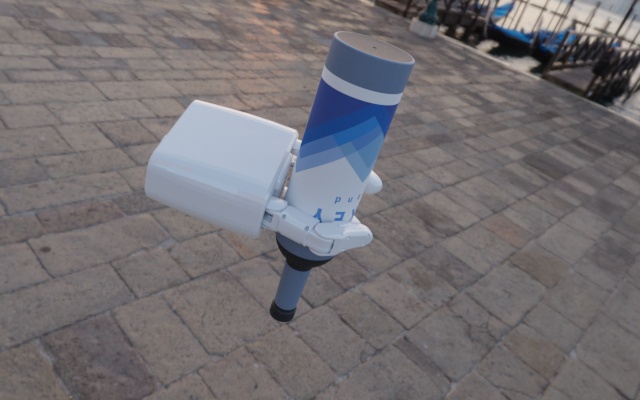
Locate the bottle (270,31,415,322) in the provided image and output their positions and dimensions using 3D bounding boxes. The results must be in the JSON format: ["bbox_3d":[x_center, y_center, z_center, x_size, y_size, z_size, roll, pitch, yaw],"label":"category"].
[{"bbox_3d":[0.000,0.001,0.443,0.069,0.296,0.069,14,30,-9],"label":"bottle"}]
